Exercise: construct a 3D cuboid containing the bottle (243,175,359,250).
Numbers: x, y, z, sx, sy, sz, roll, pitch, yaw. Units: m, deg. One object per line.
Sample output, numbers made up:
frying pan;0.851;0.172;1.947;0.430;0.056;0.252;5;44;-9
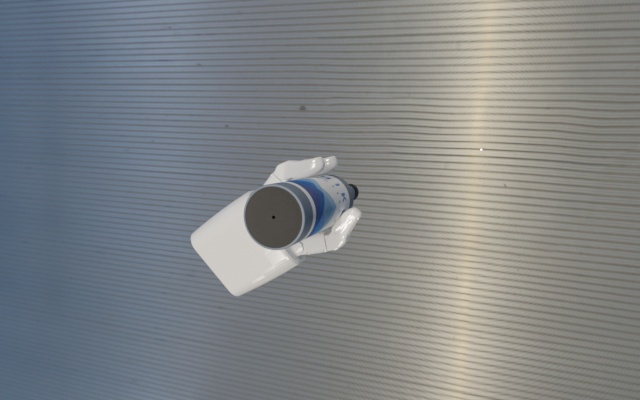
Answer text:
bottle;0.000;0.002;0.608;0.069;0.069;0.295;0;6;19
